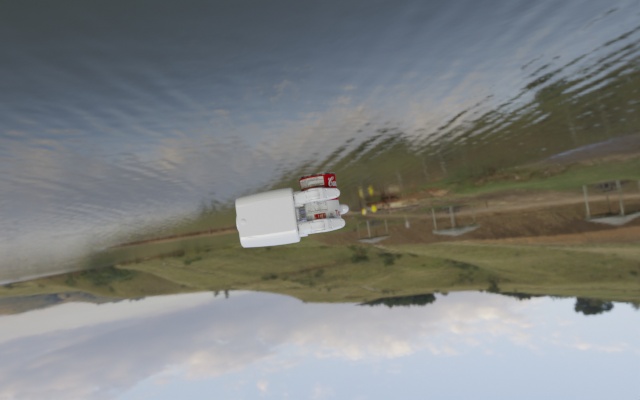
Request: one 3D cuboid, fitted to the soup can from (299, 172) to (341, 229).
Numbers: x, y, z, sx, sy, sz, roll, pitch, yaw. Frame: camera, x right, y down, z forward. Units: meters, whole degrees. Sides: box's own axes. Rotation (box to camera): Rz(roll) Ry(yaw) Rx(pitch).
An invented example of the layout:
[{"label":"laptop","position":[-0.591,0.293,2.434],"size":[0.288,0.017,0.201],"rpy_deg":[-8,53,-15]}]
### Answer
[{"label":"soup can","position":[0.001,0.003,0.884],"size":[0.068,0.102,0.068],"rpy_deg":[-8,-4,-1]}]
